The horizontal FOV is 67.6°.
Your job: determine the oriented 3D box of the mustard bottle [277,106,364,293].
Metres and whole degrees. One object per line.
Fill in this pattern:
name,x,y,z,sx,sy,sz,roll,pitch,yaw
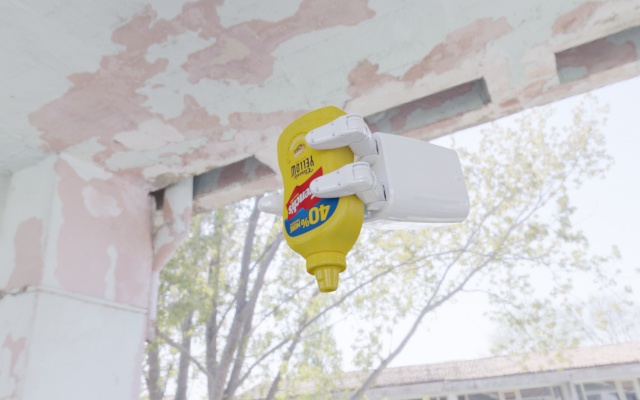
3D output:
mustard bottle,0.000,0.001,0.503,0.096,0.191,0.058,-25,-31,35
